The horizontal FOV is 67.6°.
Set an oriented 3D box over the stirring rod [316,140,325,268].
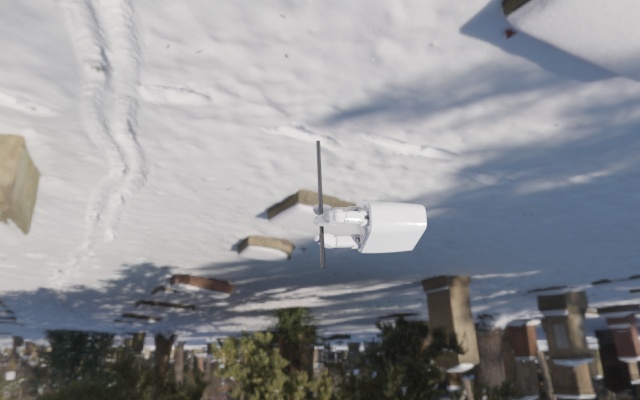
[{"bbox_3d":[0.000,0.003,0.872,0.011,0.239,0.011,-2,-16,-1],"label":"stirring rod"}]
